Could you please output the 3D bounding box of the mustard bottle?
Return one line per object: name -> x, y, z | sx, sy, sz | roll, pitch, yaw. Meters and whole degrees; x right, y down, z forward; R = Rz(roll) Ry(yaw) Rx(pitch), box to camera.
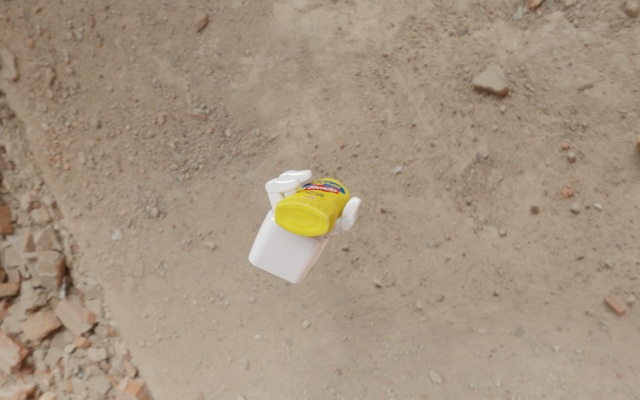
mustard bottle -> 0.000, 0.002, 0.831 | 0.096, 0.058, 0.191 | 10, 20, 18
